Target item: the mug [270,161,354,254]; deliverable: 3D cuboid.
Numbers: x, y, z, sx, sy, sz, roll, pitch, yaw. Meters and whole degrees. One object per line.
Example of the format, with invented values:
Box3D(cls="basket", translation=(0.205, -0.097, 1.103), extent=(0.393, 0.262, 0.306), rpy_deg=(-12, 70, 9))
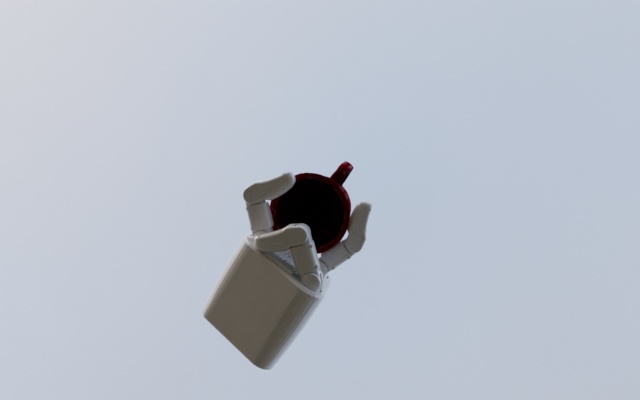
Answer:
Box3D(cls="mug", translation=(0.001, 0.001, 0.573), extent=(0.093, 0.117, 0.081), rpy_deg=(35, 10, 5))
